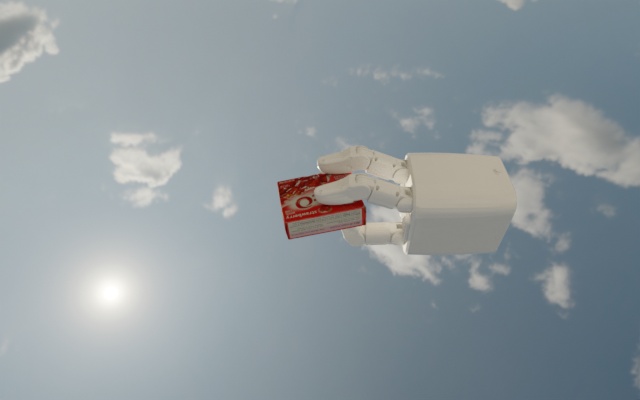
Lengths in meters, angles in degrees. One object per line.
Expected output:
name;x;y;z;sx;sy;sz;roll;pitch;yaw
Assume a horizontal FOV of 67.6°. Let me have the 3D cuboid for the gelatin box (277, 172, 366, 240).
gelatin box;0.000;0.002;0.533;0.089;0.030;0.073;-11;40;-4
